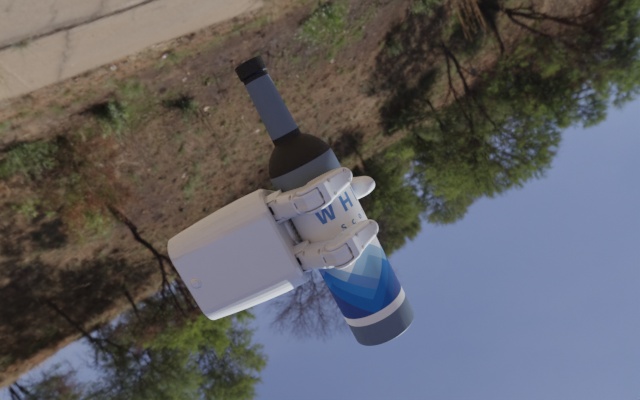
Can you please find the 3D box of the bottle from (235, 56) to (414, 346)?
[{"bbox_3d":[0.000,0.002,0.466,0.069,0.296,0.069,-26,11,6],"label":"bottle"}]
